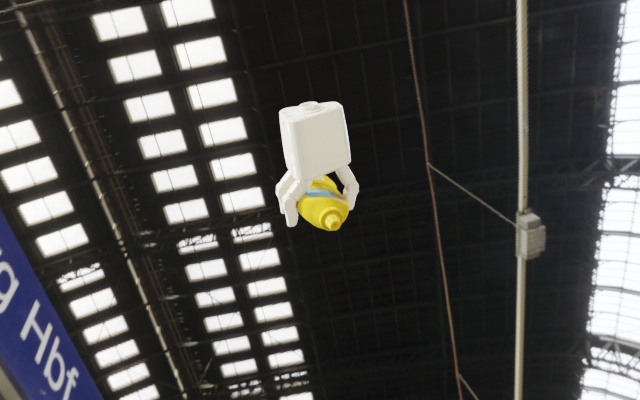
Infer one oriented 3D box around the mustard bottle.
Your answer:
[{"bbox_3d":[0.000,0.003,0.871,0.096,0.058,0.191,10,20,-20],"label":"mustard bottle"}]
